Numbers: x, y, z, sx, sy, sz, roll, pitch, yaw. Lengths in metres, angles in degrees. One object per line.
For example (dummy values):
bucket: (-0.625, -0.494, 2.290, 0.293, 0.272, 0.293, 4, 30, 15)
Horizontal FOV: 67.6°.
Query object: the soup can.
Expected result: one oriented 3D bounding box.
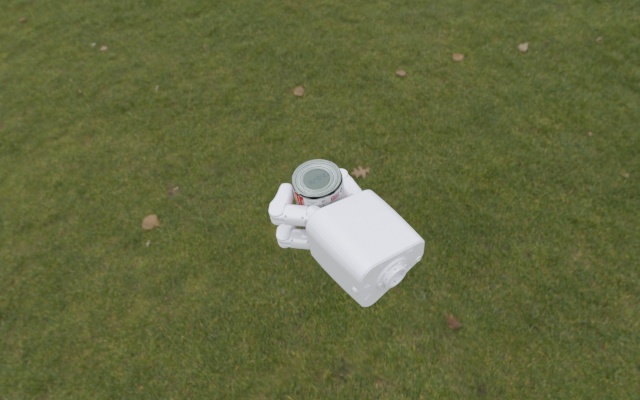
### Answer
soup can: (0.000, 0.002, 0.650, 0.068, 0.068, 0.102, 0, -38, 8)
